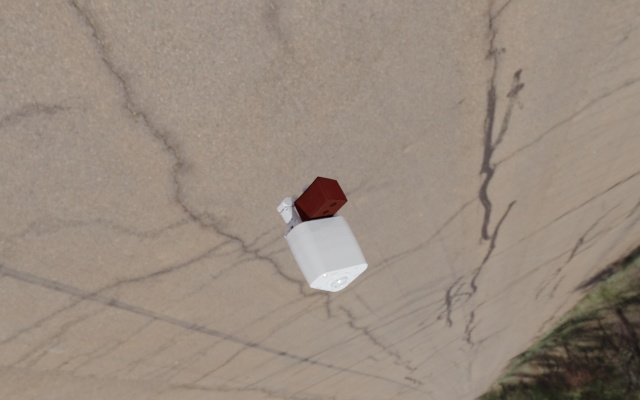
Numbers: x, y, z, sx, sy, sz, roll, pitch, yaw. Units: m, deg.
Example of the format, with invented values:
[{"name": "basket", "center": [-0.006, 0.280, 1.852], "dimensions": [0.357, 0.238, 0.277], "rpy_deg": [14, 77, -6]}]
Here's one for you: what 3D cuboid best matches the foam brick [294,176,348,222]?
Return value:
[{"name": "foam brick", "center": [0.000, 0.003, 0.861], "dimensions": [0.053, 0.051, 0.078], "rpy_deg": [6, -43, -45]}]
